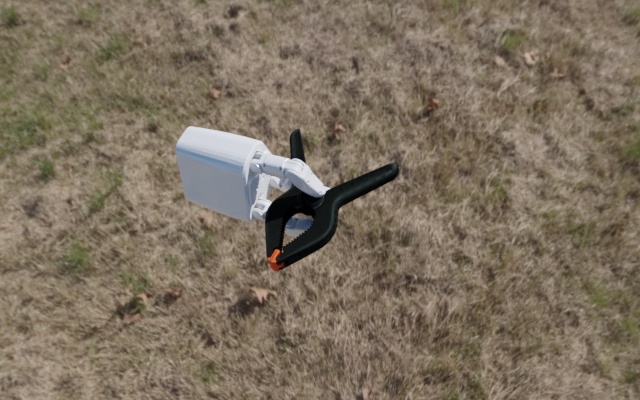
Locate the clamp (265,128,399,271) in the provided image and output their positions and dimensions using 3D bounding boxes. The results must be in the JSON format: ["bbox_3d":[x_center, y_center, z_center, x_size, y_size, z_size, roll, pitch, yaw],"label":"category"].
[{"bbox_3d":[0.000,0.002,0.622,0.164,0.210,0.036,15,-30,17],"label":"clamp"}]
